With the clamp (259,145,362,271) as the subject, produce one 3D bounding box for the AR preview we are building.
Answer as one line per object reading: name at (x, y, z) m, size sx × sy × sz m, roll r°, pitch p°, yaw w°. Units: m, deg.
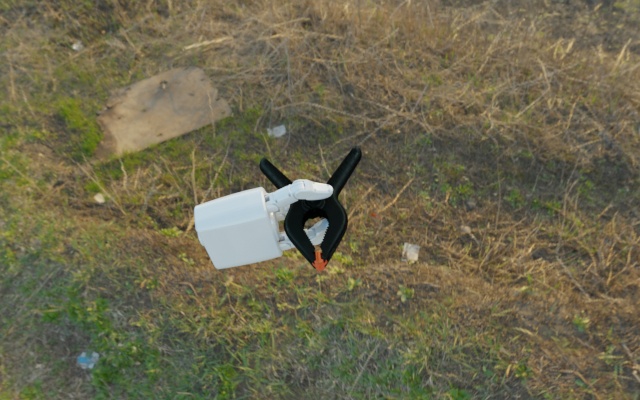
clamp at (0.000, 0.002, 0.720) m, size 0.164 × 0.209 × 0.036 m, roll -14°, pitch -33°, yaw 0°
